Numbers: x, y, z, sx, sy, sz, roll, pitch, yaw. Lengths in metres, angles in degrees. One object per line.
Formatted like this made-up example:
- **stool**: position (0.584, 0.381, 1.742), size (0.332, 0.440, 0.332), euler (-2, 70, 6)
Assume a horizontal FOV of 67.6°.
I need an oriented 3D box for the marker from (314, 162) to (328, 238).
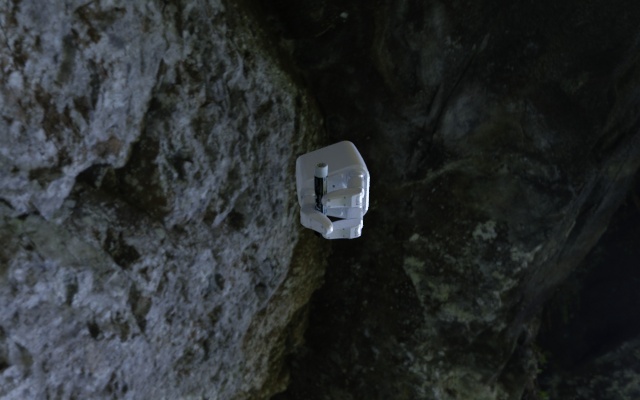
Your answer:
- **marker**: position (0.000, 0.002, 0.692), size (0.020, 0.121, 0.020), euler (0, 31, 0)
